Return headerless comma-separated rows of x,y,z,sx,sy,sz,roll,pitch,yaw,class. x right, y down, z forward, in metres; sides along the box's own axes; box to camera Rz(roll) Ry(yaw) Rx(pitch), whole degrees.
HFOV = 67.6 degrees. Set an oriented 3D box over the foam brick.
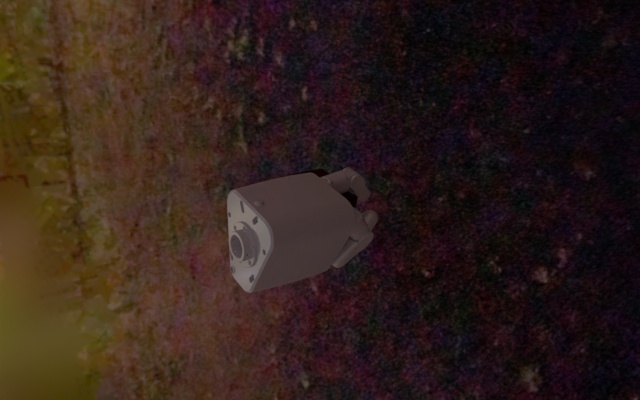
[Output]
0.000,0.002,0.608,0.051,0.053,0.078,-14,39,-36,foam brick
